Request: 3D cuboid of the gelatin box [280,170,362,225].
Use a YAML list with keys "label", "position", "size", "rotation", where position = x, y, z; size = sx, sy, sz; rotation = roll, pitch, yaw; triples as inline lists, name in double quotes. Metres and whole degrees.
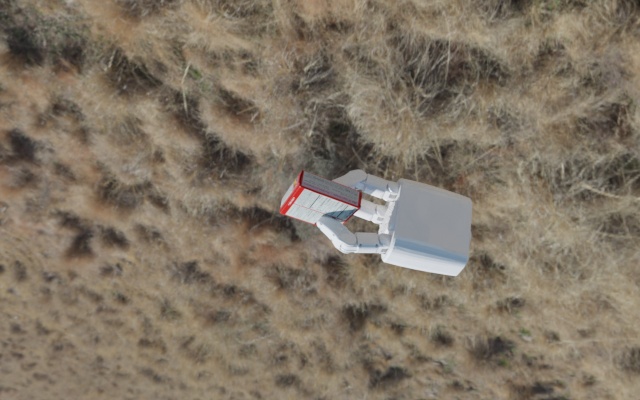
- label: "gelatin box"
  position: [0.000, 0.002, 0.636]
  size: [0.089, 0.030, 0.073]
  rotation: [19, -36, -17]
